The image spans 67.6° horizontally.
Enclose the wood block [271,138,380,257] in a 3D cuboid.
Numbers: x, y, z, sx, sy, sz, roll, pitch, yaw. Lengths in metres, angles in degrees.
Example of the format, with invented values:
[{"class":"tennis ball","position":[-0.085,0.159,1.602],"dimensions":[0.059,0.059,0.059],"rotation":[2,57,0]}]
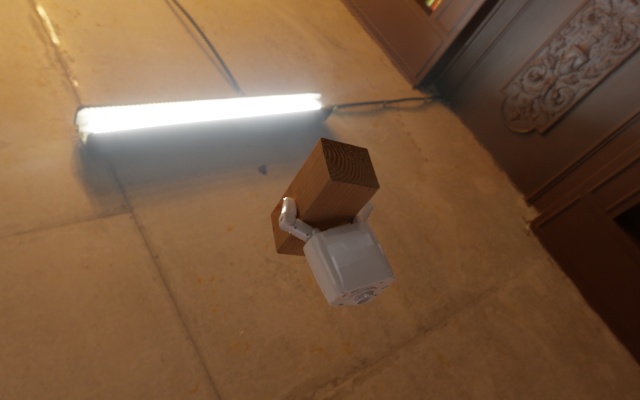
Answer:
[{"class":"wood block","position":[0.000,0.003,0.805],"dimensions":[0.091,0.090,0.206],"rotation":[9,-42,-28]}]
